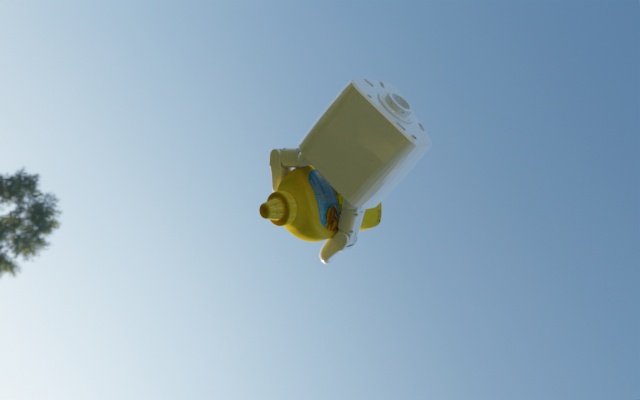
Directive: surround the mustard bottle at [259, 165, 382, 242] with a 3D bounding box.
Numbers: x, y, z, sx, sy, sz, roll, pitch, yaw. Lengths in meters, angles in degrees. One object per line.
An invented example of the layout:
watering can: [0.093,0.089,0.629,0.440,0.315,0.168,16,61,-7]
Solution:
mustard bottle: [0.000,0.002,0.602,0.058,0.096,0.191,-19,-7,40]
